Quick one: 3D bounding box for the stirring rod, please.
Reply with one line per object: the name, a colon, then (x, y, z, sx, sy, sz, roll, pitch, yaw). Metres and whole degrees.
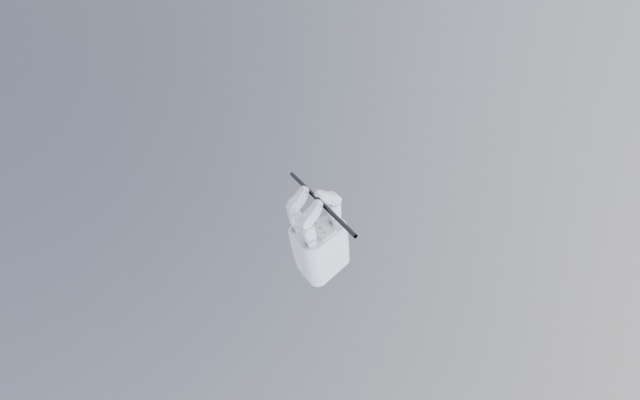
stirring rod: (0.000, 0.003, 0.887, 0.011, 0.011, 0.239, 0, 28, -34)
